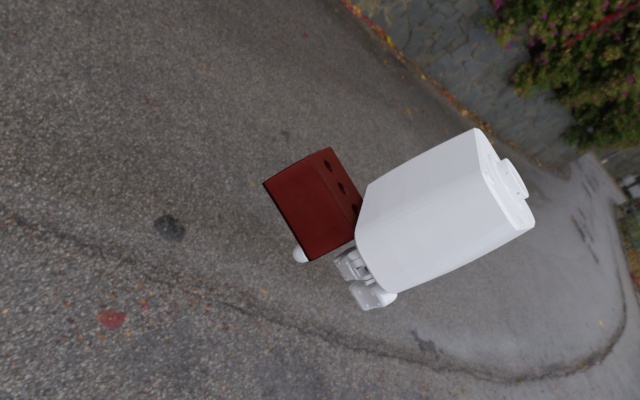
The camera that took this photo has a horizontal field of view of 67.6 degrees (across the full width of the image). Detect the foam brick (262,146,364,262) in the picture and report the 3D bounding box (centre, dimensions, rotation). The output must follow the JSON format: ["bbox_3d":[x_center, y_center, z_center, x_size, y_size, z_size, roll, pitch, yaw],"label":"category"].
[{"bbox_3d":[0.000,0.001,0.405,0.051,0.078,0.053,-31,1,27],"label":"foam brick"}]
